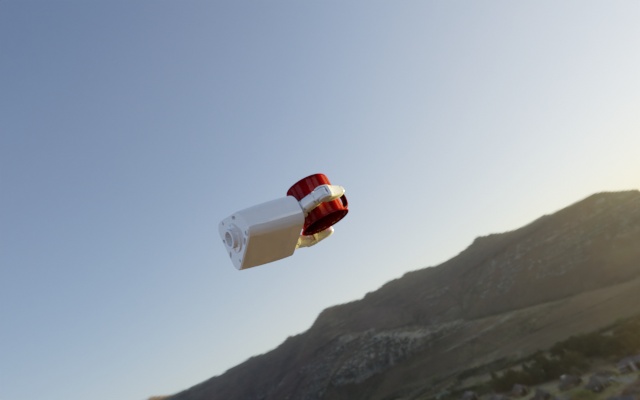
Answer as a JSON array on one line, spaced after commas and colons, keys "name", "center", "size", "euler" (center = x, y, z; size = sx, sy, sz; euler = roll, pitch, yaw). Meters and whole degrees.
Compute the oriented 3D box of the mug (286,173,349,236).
[{"name": "mug", "center": [0.001, 0.002, 0.856], "size": [0.117, 0.081, 0.093], "euler": [-15, -21, -37]}]
